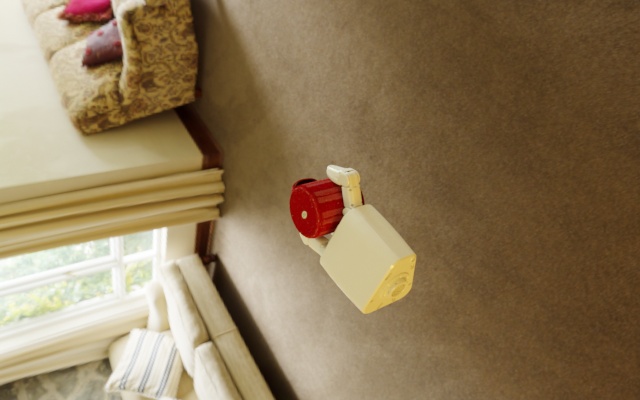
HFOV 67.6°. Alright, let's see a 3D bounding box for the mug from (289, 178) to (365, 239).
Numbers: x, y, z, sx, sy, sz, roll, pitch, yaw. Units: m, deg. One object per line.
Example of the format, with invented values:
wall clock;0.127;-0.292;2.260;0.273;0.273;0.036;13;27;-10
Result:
mug;-0.001;0.002;0.729;0.081;0.093;0.117;-15;46;-33
